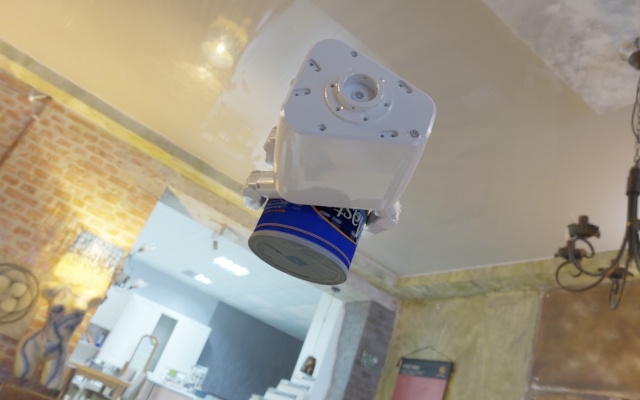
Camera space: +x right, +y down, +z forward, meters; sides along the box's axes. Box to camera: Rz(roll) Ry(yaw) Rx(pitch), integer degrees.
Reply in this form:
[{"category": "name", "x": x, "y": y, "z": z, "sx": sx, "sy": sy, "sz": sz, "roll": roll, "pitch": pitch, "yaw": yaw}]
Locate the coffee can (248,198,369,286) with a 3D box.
[{"category": "coffee can", "x": 0.000, "y": 0.002, "z": 0.491, "sx": 0.103, "sy": 0.140, "sz": 0.103, "roll": 18, "pitch": -26, "yaw": 9}]
